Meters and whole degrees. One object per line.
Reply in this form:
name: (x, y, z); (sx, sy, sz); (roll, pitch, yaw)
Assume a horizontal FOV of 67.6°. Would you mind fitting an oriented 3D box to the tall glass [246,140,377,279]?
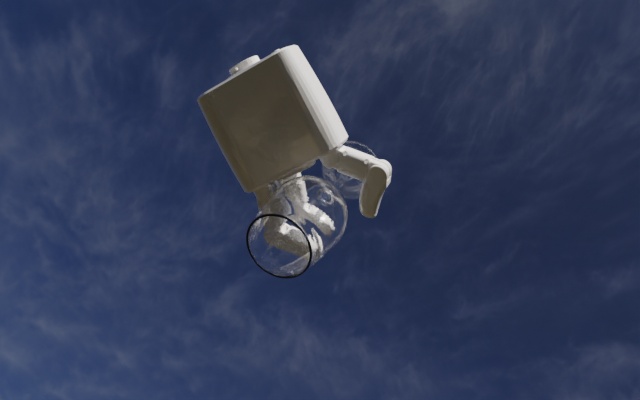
tall glass: (0.000, 0.001, 0.486); (0.079, 0.079, 0.201); (0, 23, 23)
